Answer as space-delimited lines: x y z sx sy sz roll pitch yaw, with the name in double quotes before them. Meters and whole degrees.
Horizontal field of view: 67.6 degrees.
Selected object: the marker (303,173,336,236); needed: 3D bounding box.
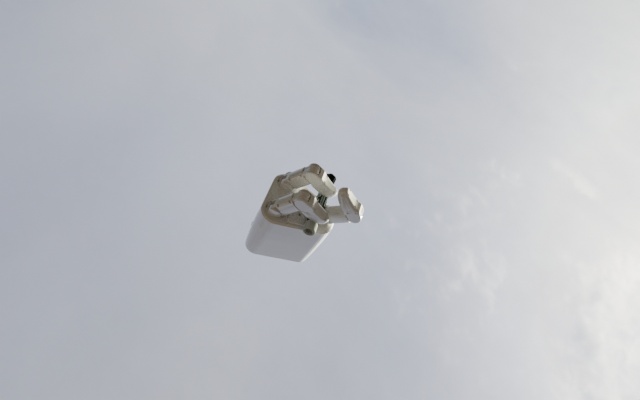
"marker" 0.000 0.002 0.714 0.020 0.020 0.121 0 44 23
